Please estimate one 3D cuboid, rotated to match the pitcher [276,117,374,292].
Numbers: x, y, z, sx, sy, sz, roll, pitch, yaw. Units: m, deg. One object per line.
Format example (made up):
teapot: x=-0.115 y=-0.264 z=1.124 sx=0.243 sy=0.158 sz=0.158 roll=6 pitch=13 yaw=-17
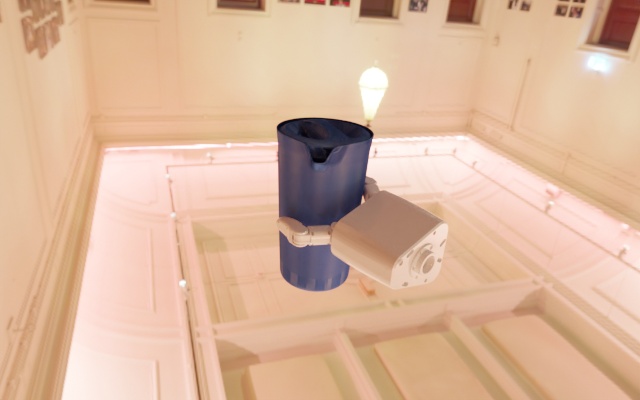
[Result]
pitcher: x=0.000 y=0.002 z=0.708 sx=0.149 sy=0.243 sz=0.145 roll=-16 pitch=32 yaw=-38
